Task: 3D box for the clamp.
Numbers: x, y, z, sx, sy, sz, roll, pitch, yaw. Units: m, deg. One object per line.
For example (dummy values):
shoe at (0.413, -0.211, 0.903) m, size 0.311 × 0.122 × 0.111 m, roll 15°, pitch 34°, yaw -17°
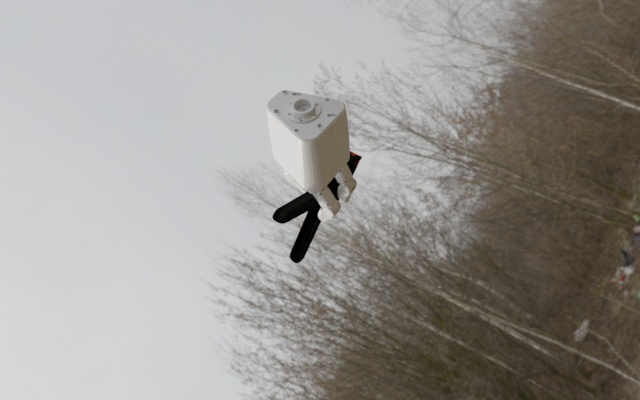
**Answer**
clamp at (0.000, 0.002, 0.800) m, size 0.036 × 0.210 × 0.165 m, roll 30°, pitch -29°, yaw 21°
